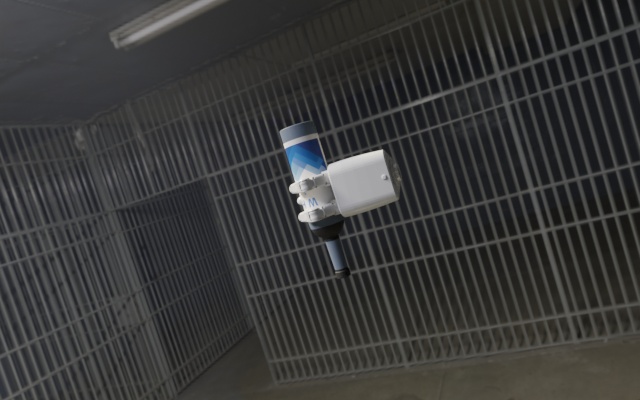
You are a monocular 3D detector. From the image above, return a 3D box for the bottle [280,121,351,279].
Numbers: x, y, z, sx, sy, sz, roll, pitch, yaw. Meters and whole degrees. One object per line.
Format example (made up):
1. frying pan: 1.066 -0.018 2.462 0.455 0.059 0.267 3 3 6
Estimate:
1. bottle: 0.000 0.003 0.891 0.069 0.296 0.069 -18 3 1
